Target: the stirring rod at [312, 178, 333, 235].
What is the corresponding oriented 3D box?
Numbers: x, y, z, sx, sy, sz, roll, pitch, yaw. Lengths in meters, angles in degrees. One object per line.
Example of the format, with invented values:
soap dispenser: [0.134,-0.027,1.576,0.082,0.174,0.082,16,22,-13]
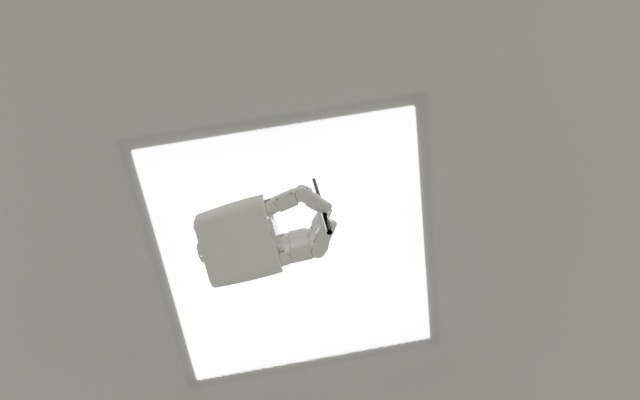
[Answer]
stirring rod: [0.000,0.002,0.749,0.011,0.011,0.239,0,19,-6]
